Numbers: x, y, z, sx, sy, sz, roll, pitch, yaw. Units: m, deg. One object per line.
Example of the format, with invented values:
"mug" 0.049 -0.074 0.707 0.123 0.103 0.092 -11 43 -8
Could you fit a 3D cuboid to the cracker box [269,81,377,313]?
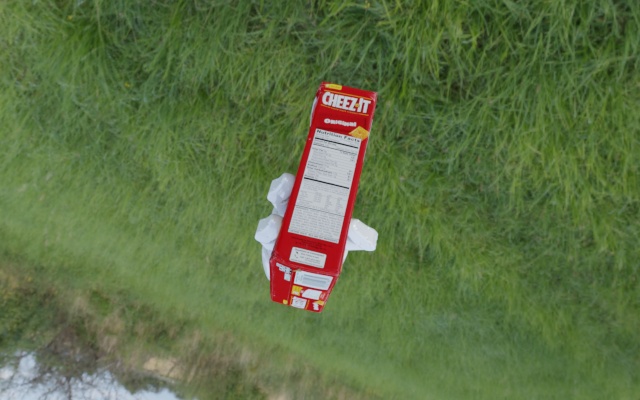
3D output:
"cracker box" 0.000 0.002 0.543 0.072 0.213 0.164 13 -25 0
